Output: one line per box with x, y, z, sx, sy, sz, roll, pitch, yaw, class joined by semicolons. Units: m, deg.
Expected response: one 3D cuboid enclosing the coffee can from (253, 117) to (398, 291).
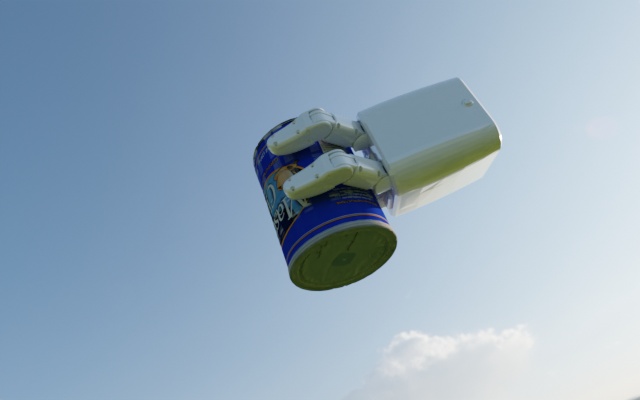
0.000;0.002;0.466;0.103;0.140;0.103;-15;-36;-11;coffee can
